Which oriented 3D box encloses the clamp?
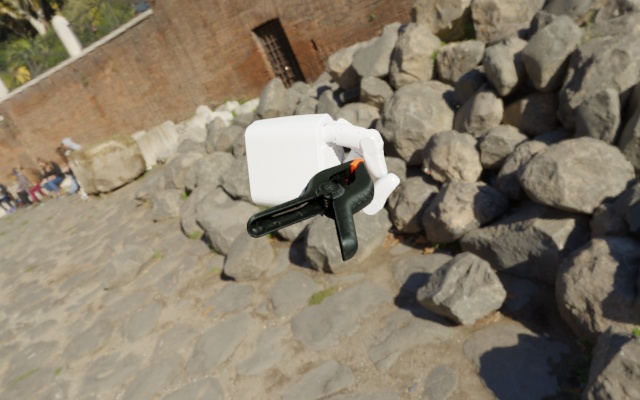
[{"bbox_3d":[0.000,0.001,0.524,0.120,0.039,0.171,12,32,14],"label":"clamp"}]
